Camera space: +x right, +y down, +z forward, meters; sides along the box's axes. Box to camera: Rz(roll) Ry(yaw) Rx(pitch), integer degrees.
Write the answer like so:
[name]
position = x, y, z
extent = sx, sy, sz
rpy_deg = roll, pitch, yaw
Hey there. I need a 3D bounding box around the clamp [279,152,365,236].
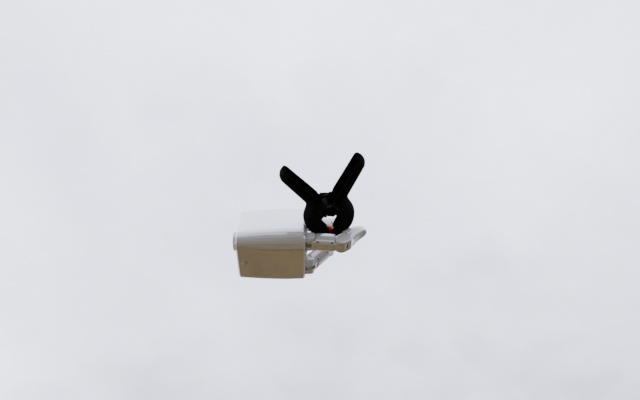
[clamp]
position = 0.000, 0.002, 0.713
extent = 0.120, 0.172, 0.039
rpy_deg = 0, 40, -3
